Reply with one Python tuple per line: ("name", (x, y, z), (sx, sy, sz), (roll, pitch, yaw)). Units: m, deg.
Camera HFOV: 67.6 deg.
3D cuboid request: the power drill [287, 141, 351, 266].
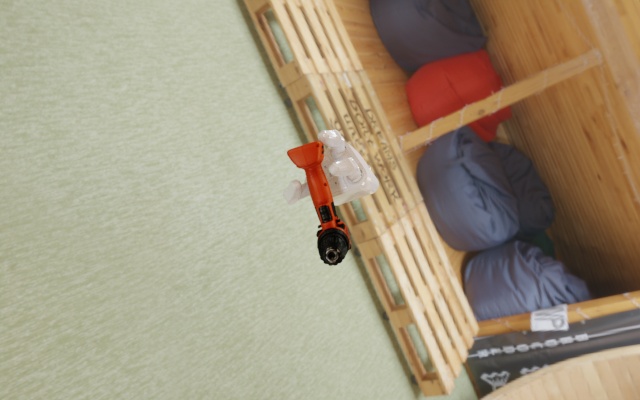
("power drill", (0.000, 0.002, 0.759), (0.057, 0.187, 0.184), (-16, 6, 3))
